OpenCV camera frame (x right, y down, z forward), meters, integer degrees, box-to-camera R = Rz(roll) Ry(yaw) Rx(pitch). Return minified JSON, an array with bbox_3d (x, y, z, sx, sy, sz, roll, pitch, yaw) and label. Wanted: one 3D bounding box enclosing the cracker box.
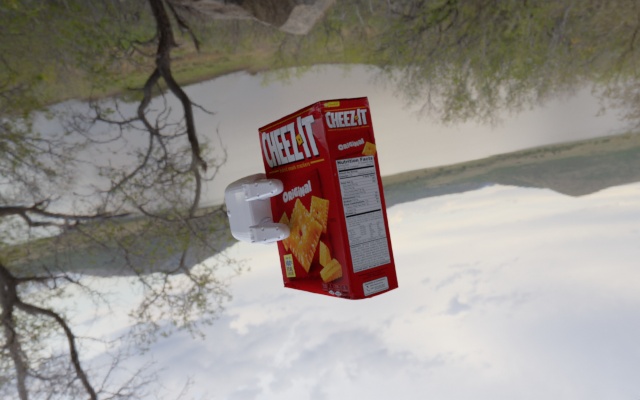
[{"bbox_3d":[0.000,0.002,0.567,0.072,0.213,0.164,-11,3,-31],"label":"cracker box"}]
